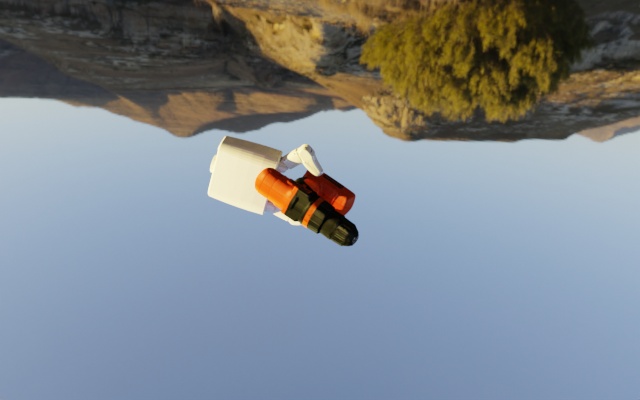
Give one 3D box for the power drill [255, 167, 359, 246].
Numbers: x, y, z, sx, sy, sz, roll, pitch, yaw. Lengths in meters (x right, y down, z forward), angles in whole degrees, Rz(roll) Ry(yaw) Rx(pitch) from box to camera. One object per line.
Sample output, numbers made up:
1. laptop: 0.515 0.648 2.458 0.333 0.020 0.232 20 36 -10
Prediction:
1. power drill: 0.000 0.002 0.799 0.184 0.057 0.187 35 14 11
